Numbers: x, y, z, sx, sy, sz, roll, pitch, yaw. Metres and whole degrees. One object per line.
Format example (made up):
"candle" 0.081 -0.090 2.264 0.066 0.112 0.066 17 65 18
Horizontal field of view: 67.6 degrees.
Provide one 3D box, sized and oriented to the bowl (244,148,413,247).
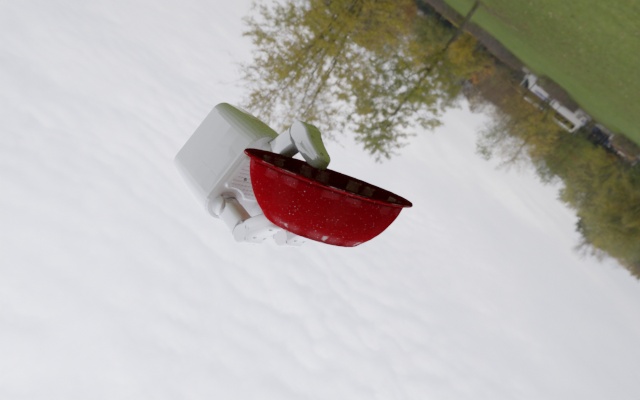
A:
"bowl" 0.001 0.002 0.442 0.162 0.055 0.162 18 7 -2
